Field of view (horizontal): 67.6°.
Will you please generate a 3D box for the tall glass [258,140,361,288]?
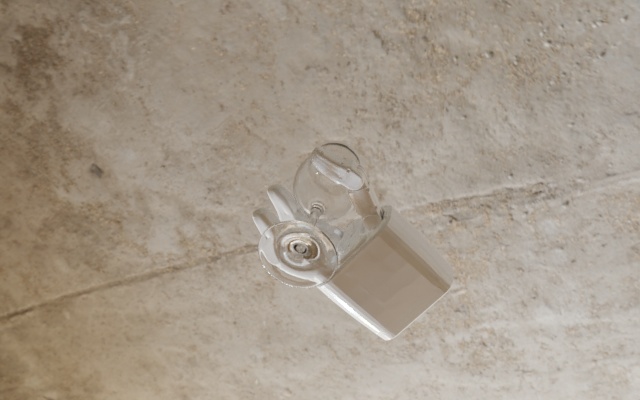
[{"bbox_3d":[0.000,0.002,0.513,0.079,0.079,0.201,0,30,14],"label":"tall glass"}]
